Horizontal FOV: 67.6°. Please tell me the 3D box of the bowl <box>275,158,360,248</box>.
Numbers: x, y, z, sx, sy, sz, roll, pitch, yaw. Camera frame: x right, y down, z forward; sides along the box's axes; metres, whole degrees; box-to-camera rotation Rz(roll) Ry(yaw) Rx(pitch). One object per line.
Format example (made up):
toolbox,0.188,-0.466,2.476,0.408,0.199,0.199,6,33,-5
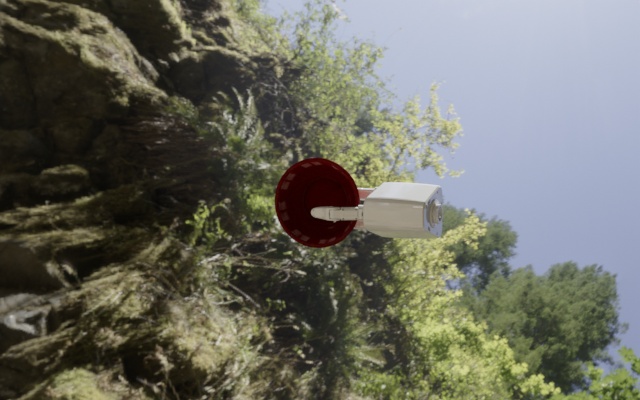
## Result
bowl,-0.001,0.002,0.873,0.162,0.162,0.055,0,5,18
